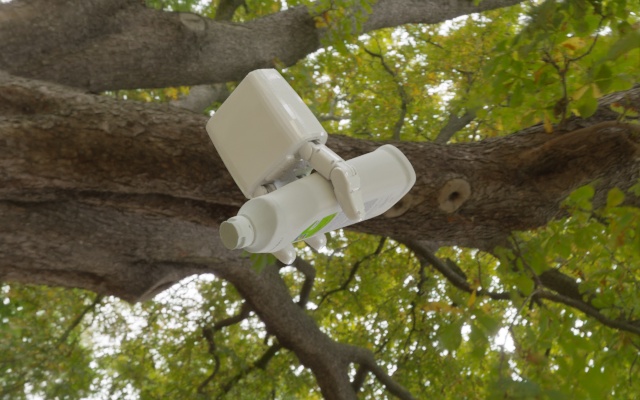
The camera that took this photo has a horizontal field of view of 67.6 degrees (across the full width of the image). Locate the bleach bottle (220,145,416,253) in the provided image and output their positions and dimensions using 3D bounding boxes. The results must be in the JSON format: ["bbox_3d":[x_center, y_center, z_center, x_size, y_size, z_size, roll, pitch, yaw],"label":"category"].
[{"bbox_3d":[0.000,0.002,0.537,0.251,0.068,0.103,-18,-24,-46],"label":"bleach bottle"}]
